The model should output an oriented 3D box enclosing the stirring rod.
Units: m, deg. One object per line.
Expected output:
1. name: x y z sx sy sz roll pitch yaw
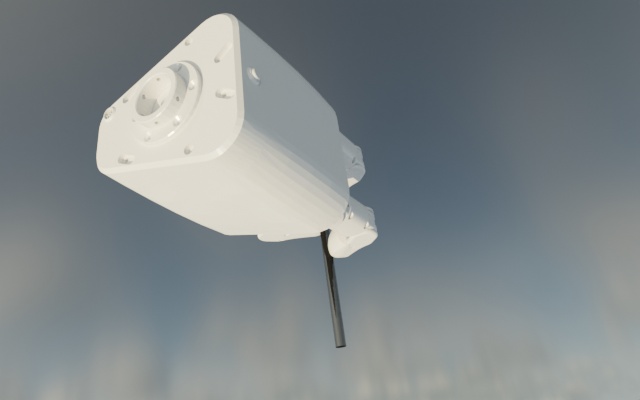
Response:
1. stirring rod: 0.000 0.001 0.404 0.011 0.239 0.011 -6 -27 -3
